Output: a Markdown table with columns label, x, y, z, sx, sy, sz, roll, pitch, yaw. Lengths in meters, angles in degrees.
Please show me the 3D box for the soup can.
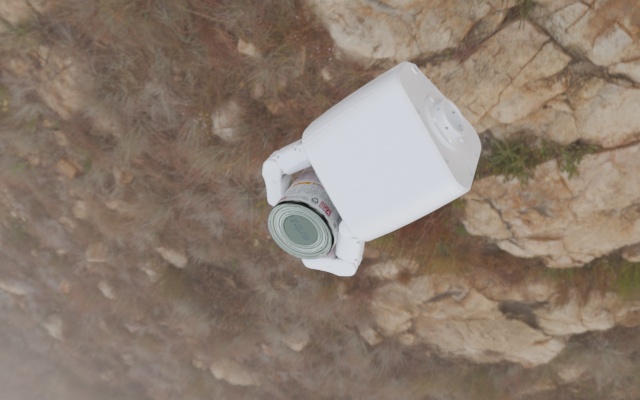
| label | x | y | z | sx | sy | sz | roll | pitch | yaw |
| --- | --- | --- | --- | --- | --- | --- | --- | --- | --- |
| soup can | 0.000 | 0.002 | 0.472 | 0.068 | 0.068 | 0.102 | 0 | 34 | 27 |
